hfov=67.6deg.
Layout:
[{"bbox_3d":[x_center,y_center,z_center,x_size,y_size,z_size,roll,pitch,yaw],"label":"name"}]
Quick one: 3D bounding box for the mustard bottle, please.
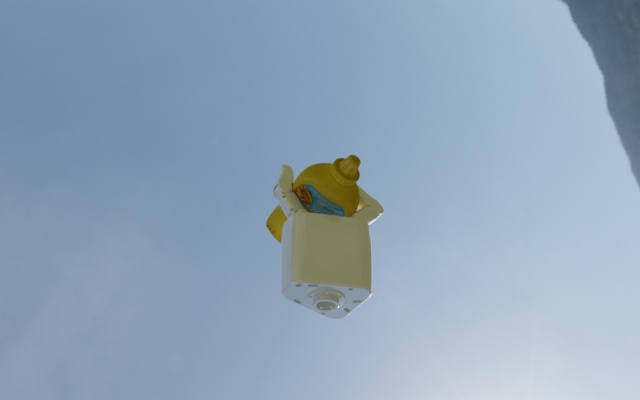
[{"bbox_3d":[0.000,0.002,0.682,0.192,0.096,0.058,-51,4,42],"label":"mustard bottle"}]
